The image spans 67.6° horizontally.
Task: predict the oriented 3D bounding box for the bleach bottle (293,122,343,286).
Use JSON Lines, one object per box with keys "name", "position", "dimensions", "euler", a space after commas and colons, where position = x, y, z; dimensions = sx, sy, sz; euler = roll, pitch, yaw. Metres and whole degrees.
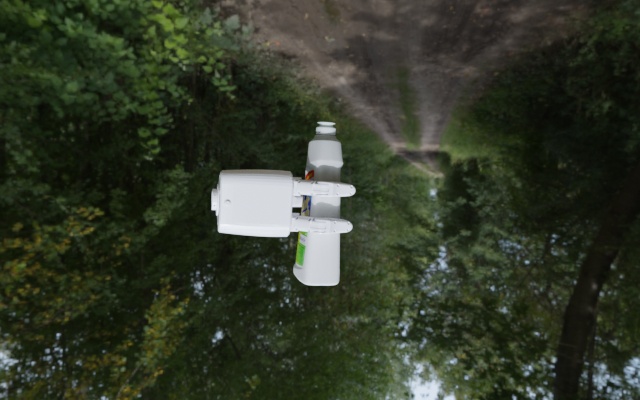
{"name": "bleach bottle", "position": [0.000, 0.003, 0.765], "dimensions": [0.068, 0.251, 0.102], "euler": [2, 4, -13]}
